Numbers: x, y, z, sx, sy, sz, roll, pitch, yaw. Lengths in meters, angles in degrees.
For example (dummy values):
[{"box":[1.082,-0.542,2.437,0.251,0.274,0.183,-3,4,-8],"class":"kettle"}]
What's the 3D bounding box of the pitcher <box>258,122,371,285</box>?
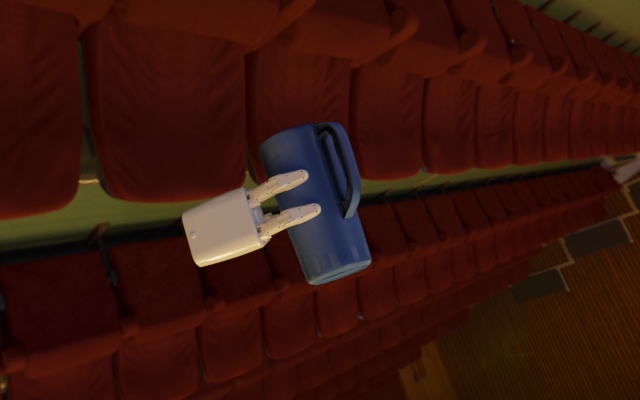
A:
[{"box":[0.000,0.003,0.768,0.145,0.242,0.149,-19,-13,1],"class":"pitcher"}]
